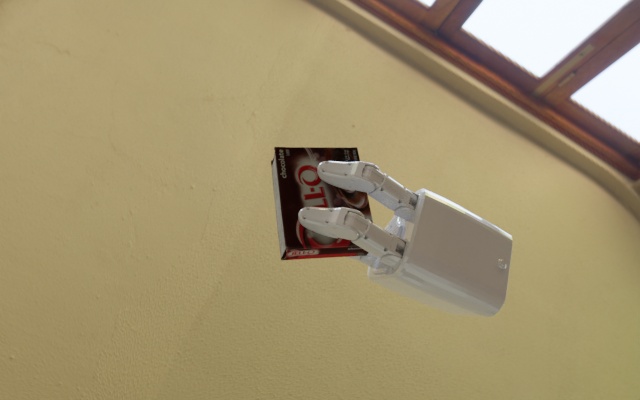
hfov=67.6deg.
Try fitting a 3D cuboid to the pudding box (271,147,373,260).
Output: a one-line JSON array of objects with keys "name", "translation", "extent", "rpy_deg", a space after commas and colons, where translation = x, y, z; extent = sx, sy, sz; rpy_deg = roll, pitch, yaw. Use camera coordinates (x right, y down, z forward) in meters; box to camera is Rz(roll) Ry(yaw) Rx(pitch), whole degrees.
[{"name": "pudding box", "translation": [0.000, 0.002, 0.480], "extent": [0.090, 0.113, 0.039], "rpy_deg": [-1, -27, -17]}]
